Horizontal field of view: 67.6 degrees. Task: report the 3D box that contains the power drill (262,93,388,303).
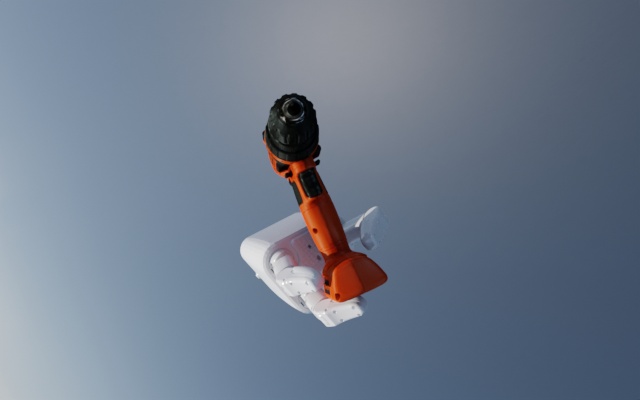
[{"bbox_3d":[0.000,0.002,0.464,0.057,0.187,0.184,-22,-6,-5],"label":"power drill"}]
